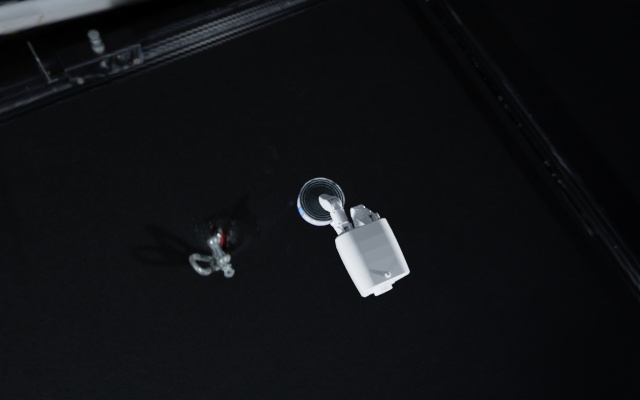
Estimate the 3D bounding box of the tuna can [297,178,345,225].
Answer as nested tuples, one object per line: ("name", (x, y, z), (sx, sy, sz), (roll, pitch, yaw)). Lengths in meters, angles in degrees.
("tuna can", (0.000, 0.003, 0.897), (0.086, 0.086, 0.034), (0, -19, -11))
